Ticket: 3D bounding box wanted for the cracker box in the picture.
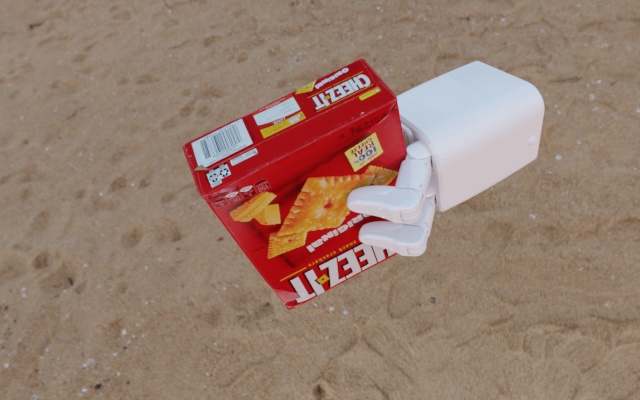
[{"bbox_3d":[0.000,0.001,0.444,0.164,0.072,0.214,-27,-39,-3],"label":"cracker box"}]
